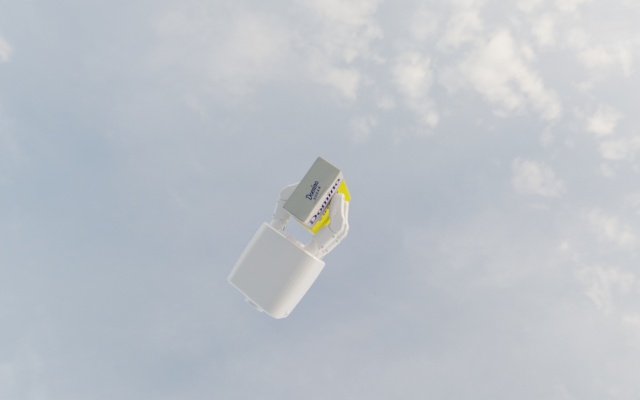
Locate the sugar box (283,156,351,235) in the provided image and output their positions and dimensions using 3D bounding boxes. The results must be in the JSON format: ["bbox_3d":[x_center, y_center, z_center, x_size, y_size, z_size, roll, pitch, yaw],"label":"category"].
[{"bbox_3d":[0.000,0.003,0.749,0.048,0.093,0.176,34,-5,12],"label":"sugar box"}]
